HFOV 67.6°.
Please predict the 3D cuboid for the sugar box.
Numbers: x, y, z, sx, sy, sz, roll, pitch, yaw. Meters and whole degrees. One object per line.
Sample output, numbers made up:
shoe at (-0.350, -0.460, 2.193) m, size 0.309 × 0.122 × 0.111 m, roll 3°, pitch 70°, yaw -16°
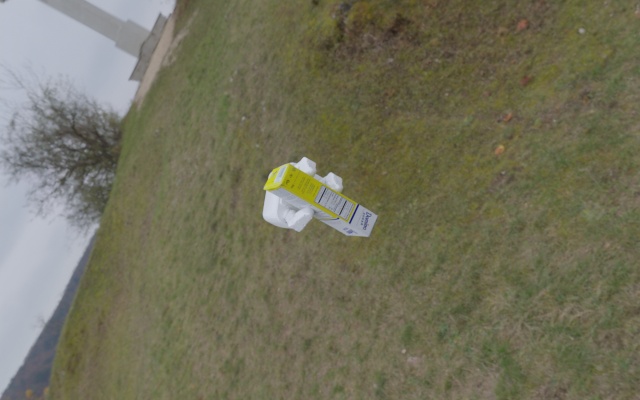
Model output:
sugar box at (0.000, 0.002, 0.798) m, size 0.176 × 0.048 × 0.093 m, roll 28°, pitch -12°, yaw -19°
